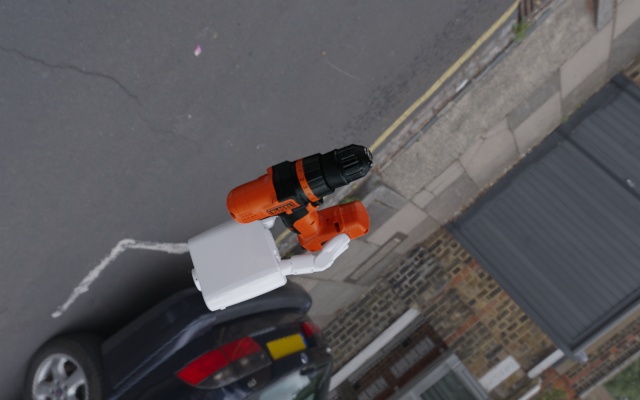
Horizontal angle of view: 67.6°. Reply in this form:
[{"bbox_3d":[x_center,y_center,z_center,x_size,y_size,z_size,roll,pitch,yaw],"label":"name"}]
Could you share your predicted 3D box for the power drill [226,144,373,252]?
[{"bbox_3d":[0.000,0.002,0.617,0.184,0.057,0.188,-18,-28,17],"label":"power drill"}]
